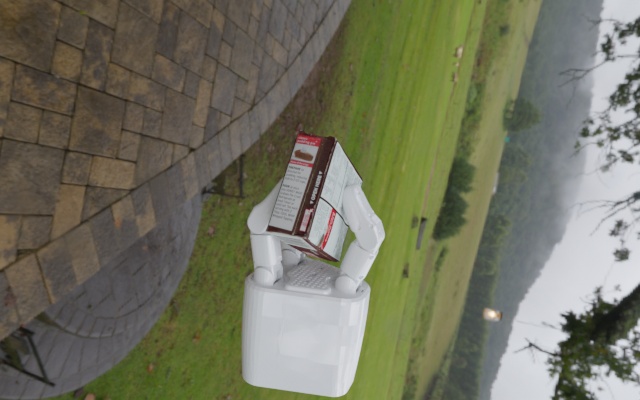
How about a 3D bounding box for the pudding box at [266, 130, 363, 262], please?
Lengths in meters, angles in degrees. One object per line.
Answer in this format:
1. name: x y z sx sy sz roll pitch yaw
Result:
1. pudding box: 0.000 0.001 0.428 0.039 0.090 0.113 13 -12 18
